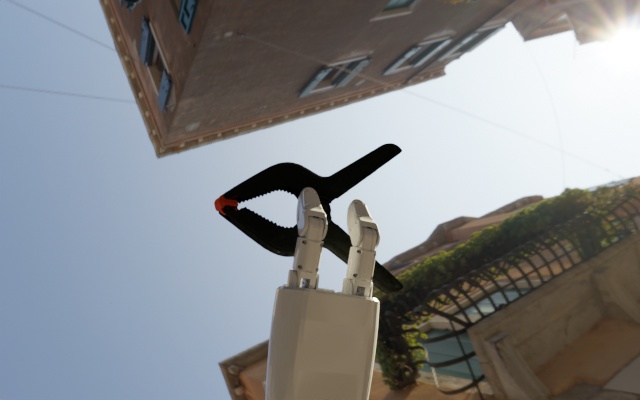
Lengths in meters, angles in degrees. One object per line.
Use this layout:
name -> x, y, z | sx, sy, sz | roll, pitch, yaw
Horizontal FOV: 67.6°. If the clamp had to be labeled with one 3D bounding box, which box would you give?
clamp -> -0.001, 0.002, 0.493 | 0.210, 0.164, 0.036 | 12, -14, -21
